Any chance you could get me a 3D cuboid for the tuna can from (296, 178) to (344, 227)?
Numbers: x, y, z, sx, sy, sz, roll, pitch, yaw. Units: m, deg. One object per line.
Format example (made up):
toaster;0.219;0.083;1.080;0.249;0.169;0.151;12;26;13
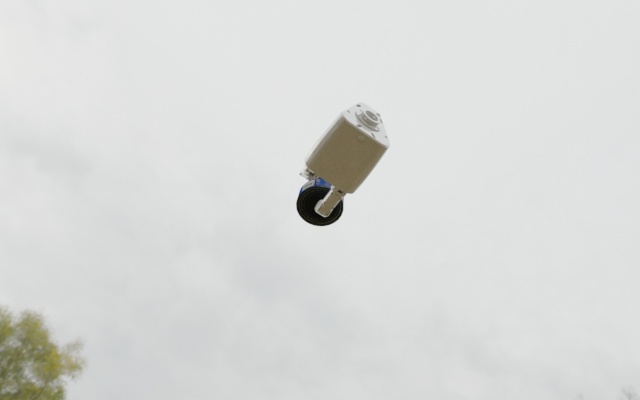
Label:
tuna can;0.000;0.003;0.865;0.086;0.086;0.033;0;32;7
